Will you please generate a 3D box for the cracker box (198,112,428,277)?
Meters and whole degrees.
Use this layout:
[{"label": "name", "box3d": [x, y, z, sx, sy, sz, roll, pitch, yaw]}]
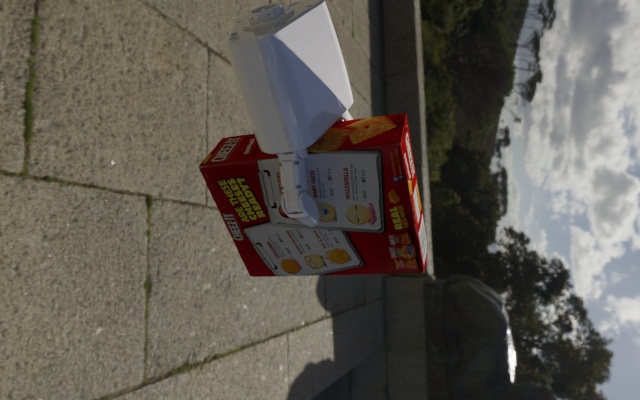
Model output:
[{"label": "cracker box", "box3d": [0.000, 0.002, 0.527, 0.214, 0.164, 0.072, -4, 35, 20]}]
